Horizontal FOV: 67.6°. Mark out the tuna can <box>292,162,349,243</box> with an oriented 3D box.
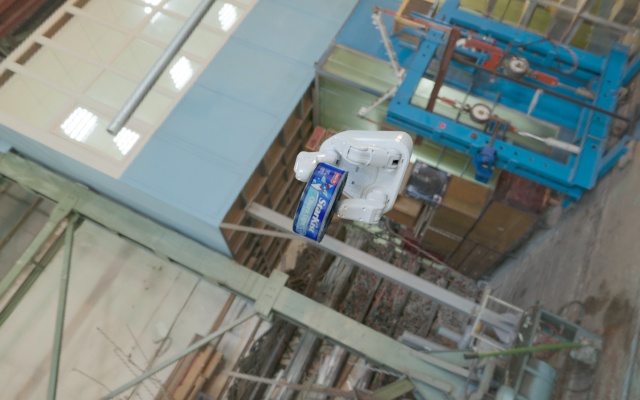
[{"bbox_3d":[0.000,0.002,0.527,0.034,0.086,0.086,22,2,6],"label":"tuna can"}]
